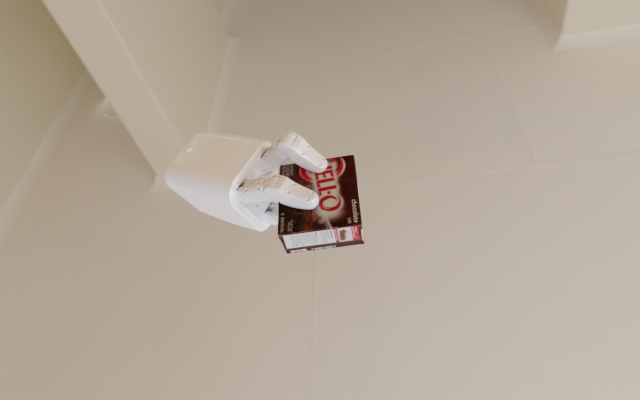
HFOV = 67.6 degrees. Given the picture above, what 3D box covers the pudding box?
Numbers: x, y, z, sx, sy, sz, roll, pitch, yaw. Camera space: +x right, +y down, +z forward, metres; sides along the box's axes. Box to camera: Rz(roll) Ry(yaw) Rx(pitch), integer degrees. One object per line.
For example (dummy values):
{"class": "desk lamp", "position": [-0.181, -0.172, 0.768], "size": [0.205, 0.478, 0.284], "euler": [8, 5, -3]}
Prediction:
{"class": "pudding box", "position": [0.000, 0.002, 0.538], "size": [0.090, 0.113, 0.039], "euler": [-9, -42, 6]}
